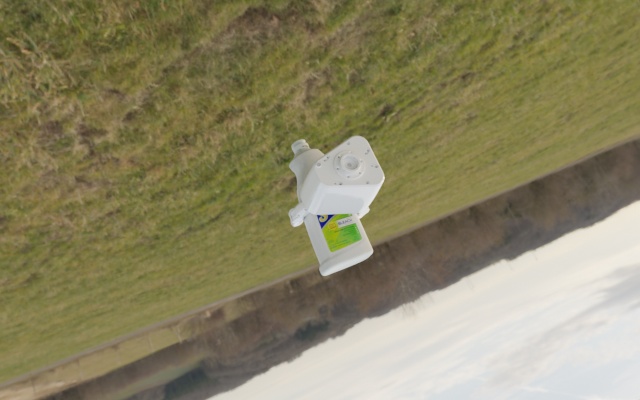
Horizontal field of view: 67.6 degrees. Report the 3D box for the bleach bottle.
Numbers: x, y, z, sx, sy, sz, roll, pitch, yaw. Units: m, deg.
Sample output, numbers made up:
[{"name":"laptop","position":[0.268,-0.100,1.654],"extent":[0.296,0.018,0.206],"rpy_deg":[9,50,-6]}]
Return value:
[{"name":"bleach bottle","position":[0.000,0.003,0.875],"extent":[0.102,0.250,0.068],"rpy_deg":[-19,-17,-19]}]
